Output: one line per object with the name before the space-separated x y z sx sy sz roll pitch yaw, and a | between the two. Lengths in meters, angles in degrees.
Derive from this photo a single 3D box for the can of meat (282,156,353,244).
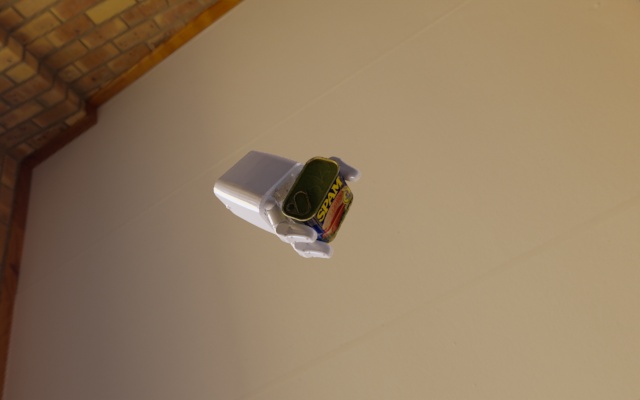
can of meat | 0.000 0.002 0.697 0.057 0.102 0.084 17 -22 31
